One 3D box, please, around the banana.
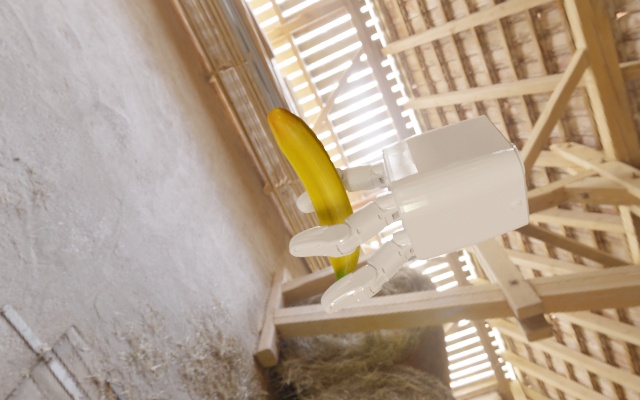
[{"bbox_3d":[0.003,-0.004,0.451,0.037,0.198,0.069,-16,24,14],"label":"banana"}]
